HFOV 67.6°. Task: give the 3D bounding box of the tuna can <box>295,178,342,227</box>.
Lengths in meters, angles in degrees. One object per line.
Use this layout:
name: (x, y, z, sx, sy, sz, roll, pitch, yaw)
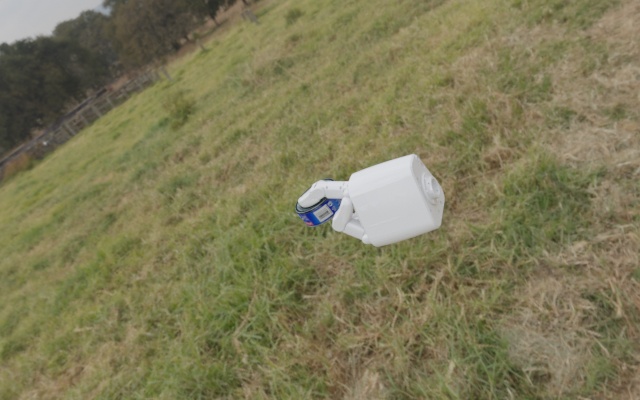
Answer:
tuna can: (0.000, 0.002, 0.797, 0.086, 0.034, 0.086, -31, 25, 17)
